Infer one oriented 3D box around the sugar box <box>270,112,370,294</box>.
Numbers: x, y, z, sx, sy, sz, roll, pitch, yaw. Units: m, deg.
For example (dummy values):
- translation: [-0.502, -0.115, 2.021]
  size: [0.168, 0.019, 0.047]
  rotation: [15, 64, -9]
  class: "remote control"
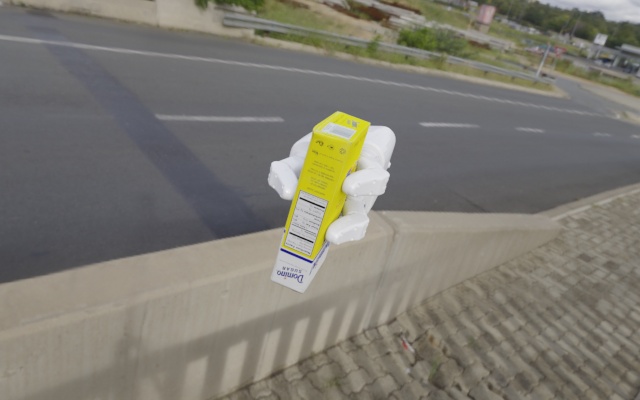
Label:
- translation: [0.001, 0.002, 0.509]
  size: [0.048, 0.176, 0.093]
  rotation: [19, 25, 11]
  class: "sugar box"
